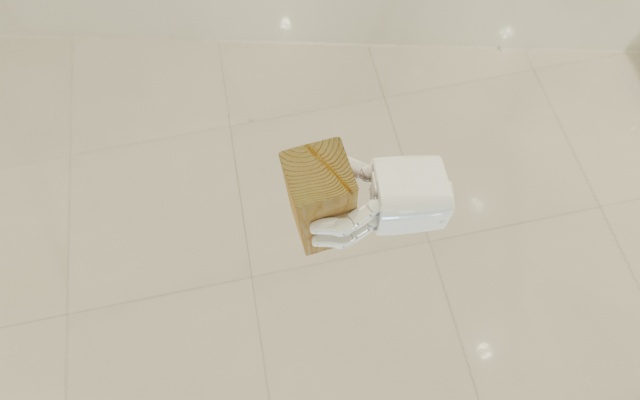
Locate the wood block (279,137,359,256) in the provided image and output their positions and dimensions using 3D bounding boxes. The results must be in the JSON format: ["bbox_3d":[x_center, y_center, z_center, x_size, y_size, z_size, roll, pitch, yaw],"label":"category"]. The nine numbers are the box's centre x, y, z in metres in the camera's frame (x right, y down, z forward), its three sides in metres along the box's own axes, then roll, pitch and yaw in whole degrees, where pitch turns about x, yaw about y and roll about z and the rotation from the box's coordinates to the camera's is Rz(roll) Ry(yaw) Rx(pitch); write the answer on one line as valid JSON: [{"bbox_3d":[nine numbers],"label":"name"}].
[{"bbox_3d":[0.000,0.002,0.730,0.090,0.090,0.206,-16,-24,-5],"label":"wood block"}]
